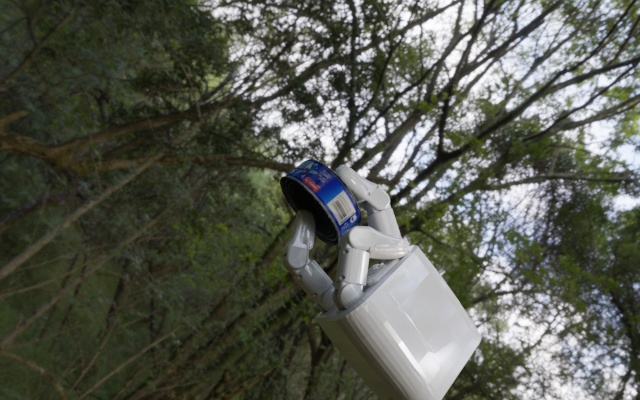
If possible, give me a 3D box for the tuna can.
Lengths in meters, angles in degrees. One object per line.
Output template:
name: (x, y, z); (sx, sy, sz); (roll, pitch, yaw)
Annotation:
tuna can: (0.000, 0.001, 0.475); (0.033, 0.086, 0.086); (-40, 15, -19)
